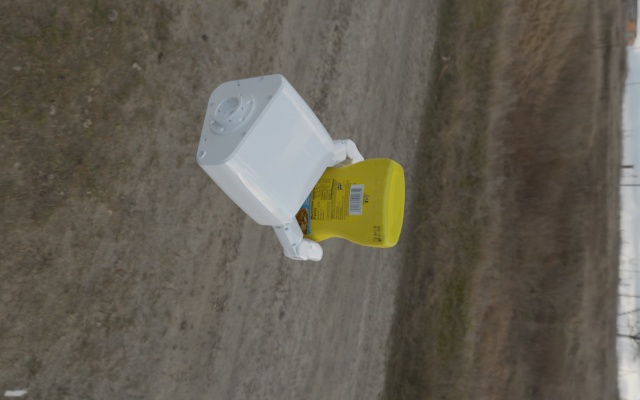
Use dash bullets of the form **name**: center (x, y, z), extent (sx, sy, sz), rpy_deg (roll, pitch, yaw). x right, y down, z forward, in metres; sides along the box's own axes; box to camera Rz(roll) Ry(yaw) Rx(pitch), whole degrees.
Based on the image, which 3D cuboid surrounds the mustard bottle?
- **mustard bottle**: center (0.000, 0.002, 0.563), extent (0.191, 0.096, 0.058), rpy_deg (1, -7, 32)
